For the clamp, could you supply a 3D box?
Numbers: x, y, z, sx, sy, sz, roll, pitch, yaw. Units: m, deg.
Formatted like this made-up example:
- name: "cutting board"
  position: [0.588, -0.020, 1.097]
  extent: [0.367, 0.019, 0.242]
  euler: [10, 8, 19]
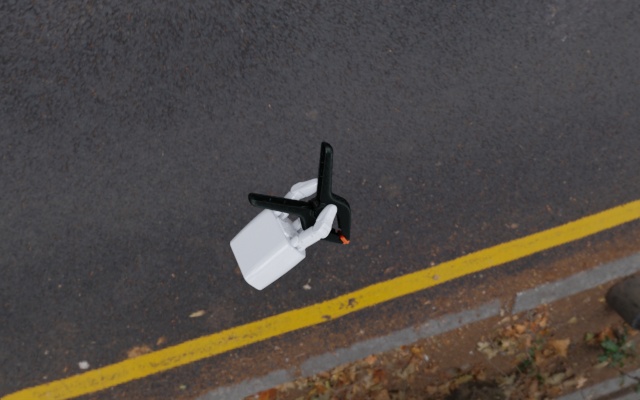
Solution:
- name: "clamp"
  position: [0.000, 0.004, 0.838]
  extent: [0.210, 0.164, 0.036]
  euler: [42, 14, -36]
